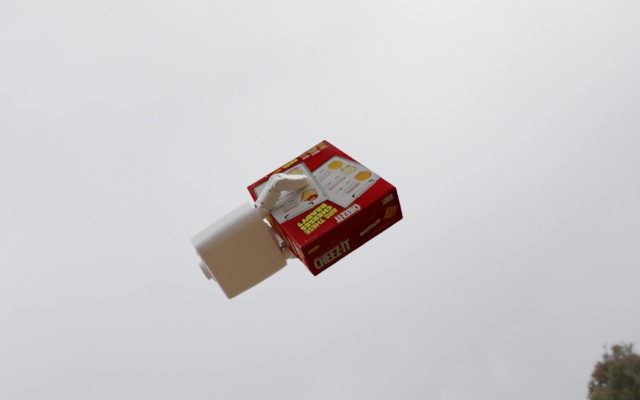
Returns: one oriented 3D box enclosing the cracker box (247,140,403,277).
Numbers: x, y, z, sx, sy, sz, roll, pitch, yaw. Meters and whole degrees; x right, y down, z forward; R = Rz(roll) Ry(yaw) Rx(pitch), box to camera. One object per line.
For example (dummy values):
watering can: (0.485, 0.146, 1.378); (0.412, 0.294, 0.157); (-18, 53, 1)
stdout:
cracker box: (0.000, 0.002, 0.753); (0.164, 0.072, 0.213); (-32, 37, -12)
